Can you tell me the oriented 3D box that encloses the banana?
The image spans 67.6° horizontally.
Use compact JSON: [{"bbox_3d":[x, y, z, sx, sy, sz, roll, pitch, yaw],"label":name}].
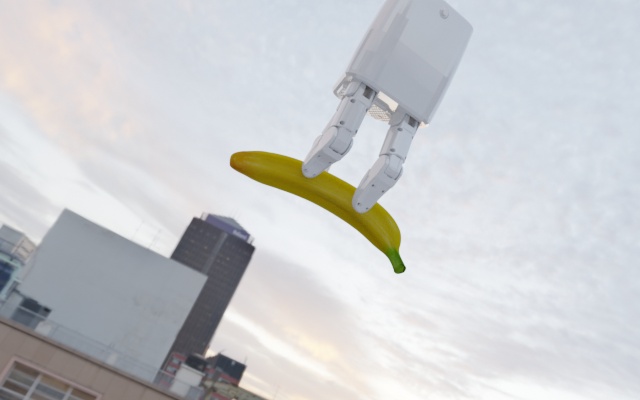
[{"bbox_3d":[0.006,-0.003,0.474,0.198,0.037,0.069,31,22,-1],"label":"banana"}]
